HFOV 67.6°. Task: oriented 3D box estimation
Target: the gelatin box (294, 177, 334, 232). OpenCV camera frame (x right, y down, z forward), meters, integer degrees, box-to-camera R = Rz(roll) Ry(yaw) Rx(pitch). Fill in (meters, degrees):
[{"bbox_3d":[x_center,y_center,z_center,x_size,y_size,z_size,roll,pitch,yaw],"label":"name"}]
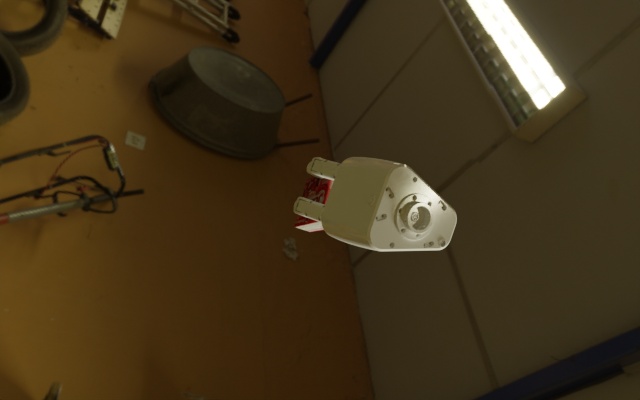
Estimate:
[{"bbox_3d":[0.000,0.002,0.653,0.030,0.073,0.089,20,-15,-21],"label":"gelatin box"}]
